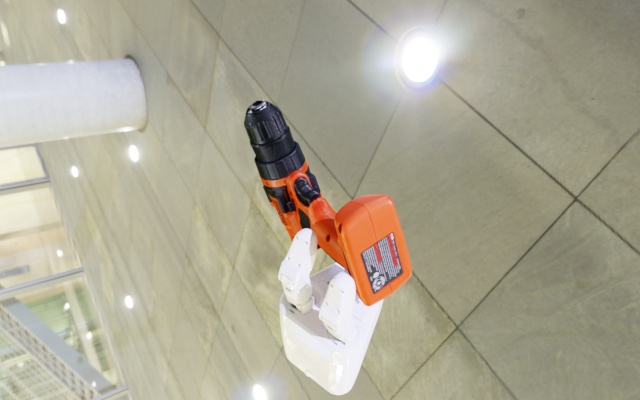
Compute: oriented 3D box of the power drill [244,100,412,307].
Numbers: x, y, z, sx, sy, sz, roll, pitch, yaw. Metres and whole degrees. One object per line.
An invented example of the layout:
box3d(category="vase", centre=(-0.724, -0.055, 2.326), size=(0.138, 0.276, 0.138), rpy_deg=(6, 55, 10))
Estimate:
box3d(category="power drill", centre=(0.000, 0.002, 0.459), size=(0.057, 0.184, 0.187), rpy_deg=(-33, 35, -15))
